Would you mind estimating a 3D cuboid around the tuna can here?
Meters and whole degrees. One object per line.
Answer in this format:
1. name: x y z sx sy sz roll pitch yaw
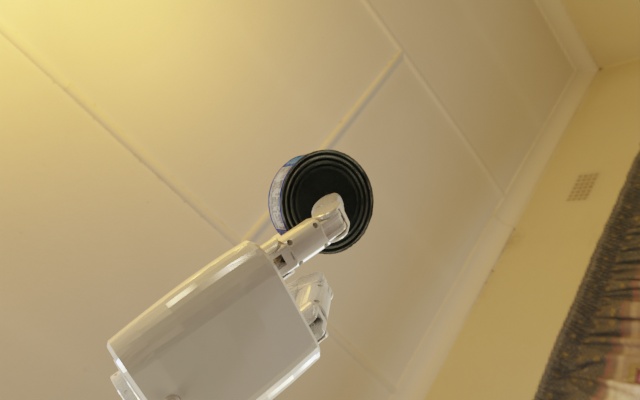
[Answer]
1. tuna can: 0.000 0.001 0.403 0.086 0.086 0.034 0 0 -27
